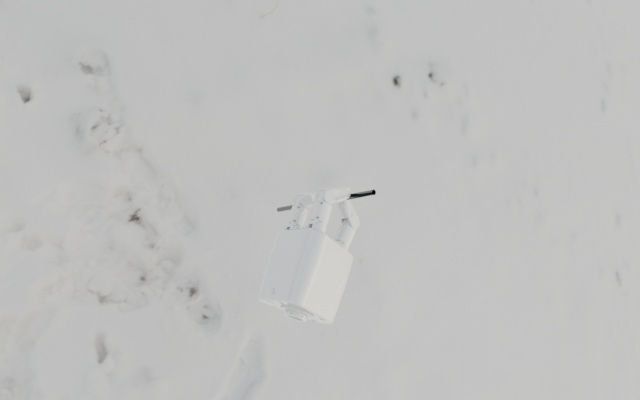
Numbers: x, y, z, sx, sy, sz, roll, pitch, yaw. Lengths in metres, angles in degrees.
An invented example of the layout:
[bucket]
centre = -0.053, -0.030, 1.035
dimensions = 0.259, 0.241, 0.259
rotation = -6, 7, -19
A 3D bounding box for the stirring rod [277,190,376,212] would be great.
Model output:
[stirring rod]
centre = 0.000, 0.003, 0.768
dimensions = 0.011, 0.011, 0.239
rotation = 0, -7, -39
